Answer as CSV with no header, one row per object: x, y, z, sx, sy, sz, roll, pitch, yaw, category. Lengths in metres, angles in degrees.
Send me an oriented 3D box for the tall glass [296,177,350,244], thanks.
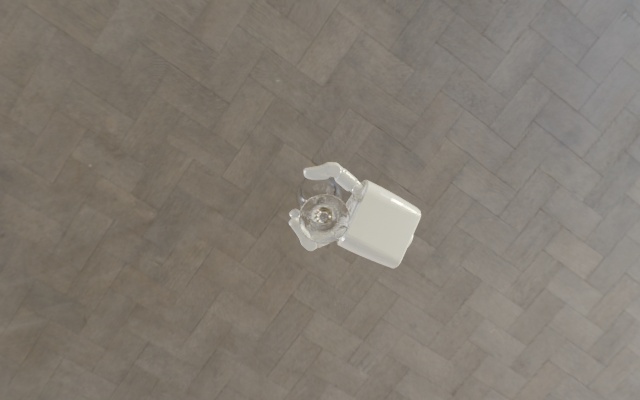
0.000,0.003,0.779,0.079,0.079,0.201,0,14,-4,tall glass
